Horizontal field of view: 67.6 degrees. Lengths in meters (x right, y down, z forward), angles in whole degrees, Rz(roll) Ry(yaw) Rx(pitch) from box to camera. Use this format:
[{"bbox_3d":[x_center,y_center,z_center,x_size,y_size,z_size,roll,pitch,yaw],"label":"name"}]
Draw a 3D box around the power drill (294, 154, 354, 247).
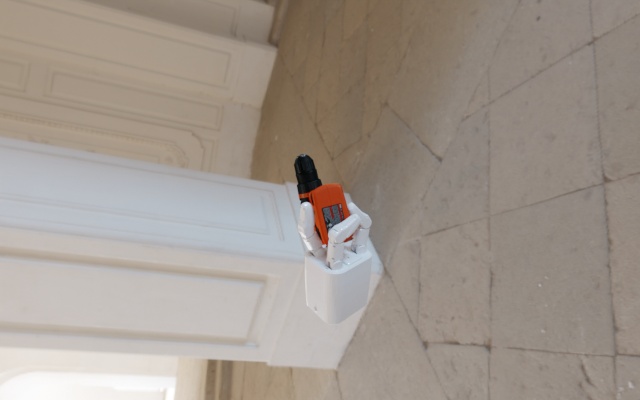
[{"bbox_3d":[0.000,0.003,0.880,0.057,0.184,0.187,-17,7,-9],"label":"power drill"}]
